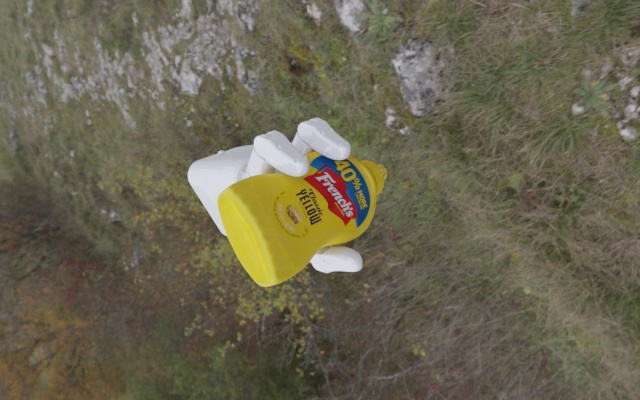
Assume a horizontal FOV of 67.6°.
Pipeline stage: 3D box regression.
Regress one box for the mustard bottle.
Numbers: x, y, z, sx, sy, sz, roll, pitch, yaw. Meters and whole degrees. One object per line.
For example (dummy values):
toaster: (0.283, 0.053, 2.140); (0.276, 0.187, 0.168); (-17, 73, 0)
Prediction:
mustard bottle: (0.000, 0.002, 0.471); (0.191, 0.096, 0.058); (-26, -3, -39)
